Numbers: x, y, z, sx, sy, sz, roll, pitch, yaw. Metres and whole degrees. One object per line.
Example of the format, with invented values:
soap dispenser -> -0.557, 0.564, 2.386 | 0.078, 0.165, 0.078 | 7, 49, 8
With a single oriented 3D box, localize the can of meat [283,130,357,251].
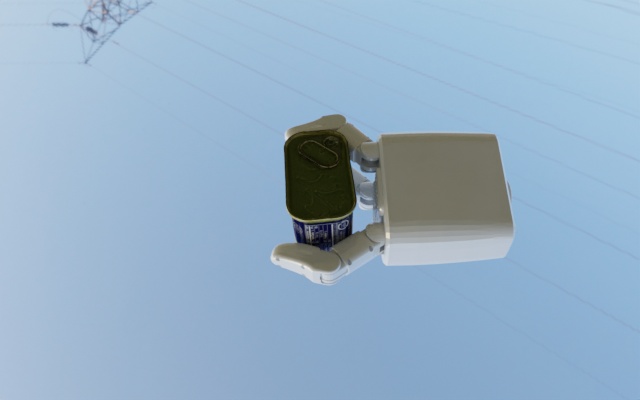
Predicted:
can of meat -> 0.000, 0.002, 0.433 | 0.057, 0.102, 0.084 | -5, -39, -1
